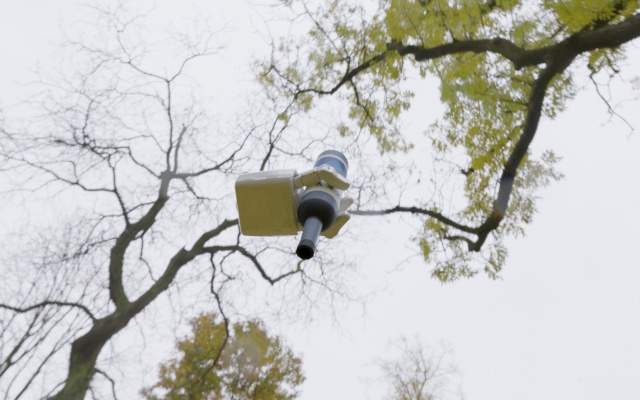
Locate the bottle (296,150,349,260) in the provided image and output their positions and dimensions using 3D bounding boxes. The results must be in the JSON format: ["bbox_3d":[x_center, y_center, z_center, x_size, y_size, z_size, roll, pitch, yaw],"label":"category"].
[{"bbox_3d":[0.000,0.003,0.821,0.069,0.069,0.295,0,30,10],"label":"bottle"}]
